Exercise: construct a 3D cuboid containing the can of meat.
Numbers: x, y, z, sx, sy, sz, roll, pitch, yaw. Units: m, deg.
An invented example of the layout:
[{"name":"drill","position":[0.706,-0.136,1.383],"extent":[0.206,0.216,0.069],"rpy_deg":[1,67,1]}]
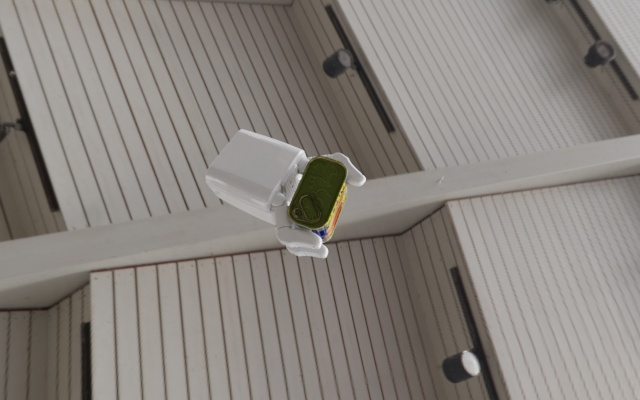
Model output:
[{"name":"can of meat","position":[0.000,0.002,0.670],"extent":[0.057,0.102,0.084],"rpy_deg":[19,-17,12]}]
